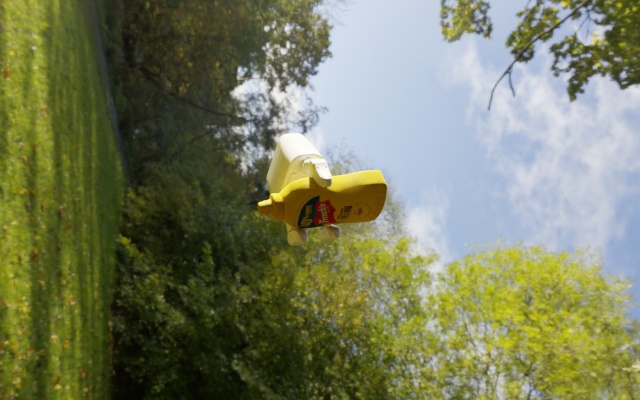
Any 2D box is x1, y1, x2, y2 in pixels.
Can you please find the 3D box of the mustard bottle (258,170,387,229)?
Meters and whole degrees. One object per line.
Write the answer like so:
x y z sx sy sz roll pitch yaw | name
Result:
0.000 0.003 0.729 0.191 0.058 0.096 -6 -36 -16 | mustard bottle
